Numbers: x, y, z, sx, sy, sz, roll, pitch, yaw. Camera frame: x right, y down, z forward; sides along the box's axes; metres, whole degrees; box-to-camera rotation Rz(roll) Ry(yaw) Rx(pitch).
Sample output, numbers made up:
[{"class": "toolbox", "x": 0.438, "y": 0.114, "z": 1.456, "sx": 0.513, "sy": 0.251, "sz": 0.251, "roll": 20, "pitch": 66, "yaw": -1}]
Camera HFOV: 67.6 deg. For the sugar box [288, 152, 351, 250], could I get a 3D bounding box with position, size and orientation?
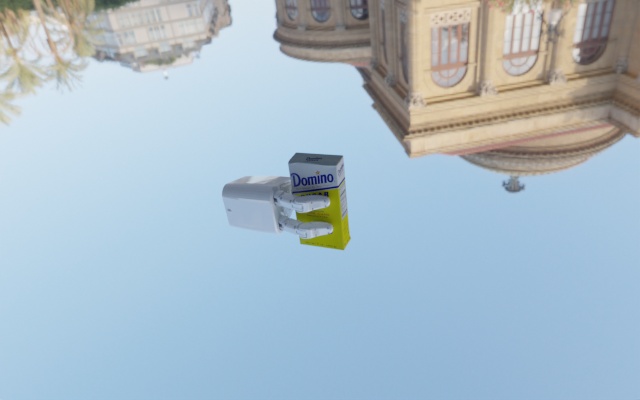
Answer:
[{"class": "sugar box", "x": 0.000, "y": 0.003, "z": 0.860, "sx": 0.093, "sy": 0.176, "sz": 0.048, "roll": 5, "pitch": 34, "yaw": 21}]
